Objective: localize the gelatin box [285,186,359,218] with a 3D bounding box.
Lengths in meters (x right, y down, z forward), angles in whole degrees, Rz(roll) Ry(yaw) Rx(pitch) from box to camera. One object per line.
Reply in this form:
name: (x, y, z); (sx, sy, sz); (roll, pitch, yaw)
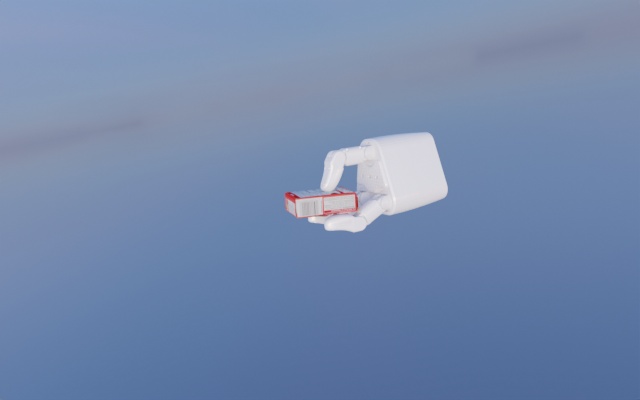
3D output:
gelatin box: (0.000, 0.002, 0.674); (0.089, 0.030, 0.073); (-6, 10, -15)
